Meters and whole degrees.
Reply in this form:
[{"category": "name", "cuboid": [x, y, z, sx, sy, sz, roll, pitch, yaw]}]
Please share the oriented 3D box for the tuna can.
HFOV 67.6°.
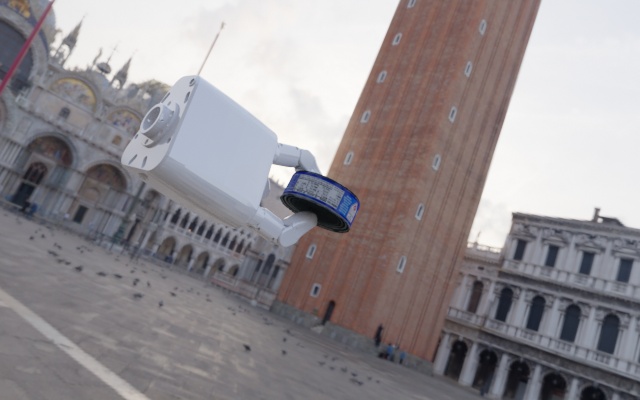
[{"category": "tuna can", "cuboid": [0.000, 0.001, 0.535, 0.086, 0.033, 0.086, 24, -17, 8]}]
